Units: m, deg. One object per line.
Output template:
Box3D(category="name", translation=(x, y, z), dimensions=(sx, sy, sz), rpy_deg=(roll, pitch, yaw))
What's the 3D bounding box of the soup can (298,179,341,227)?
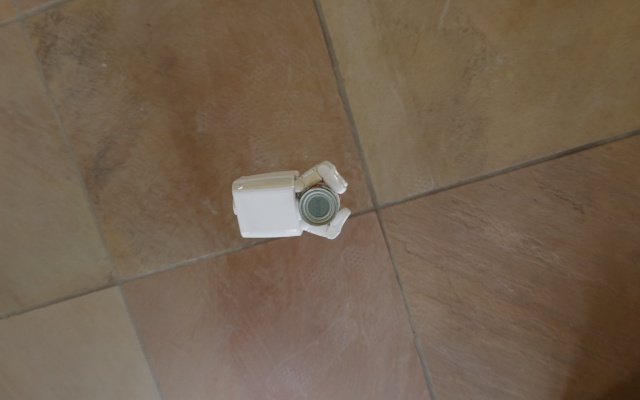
Box3D(category="soup can", translation=(0.001, 0.003, 0.823), dimensions=(0.068, 0.068, 0.102), rpy_deg=(0, 9, 5))
